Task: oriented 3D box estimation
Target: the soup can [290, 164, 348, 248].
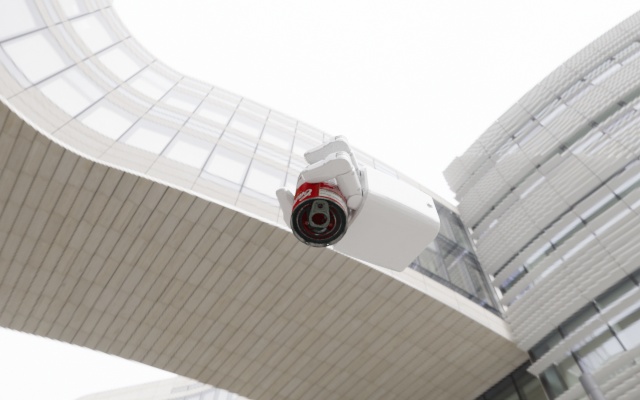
[{"bbox_3d":[0.000,0.002,0.595,0.068,0.068,0.102,0,29,2],"label":"soup can"}]
